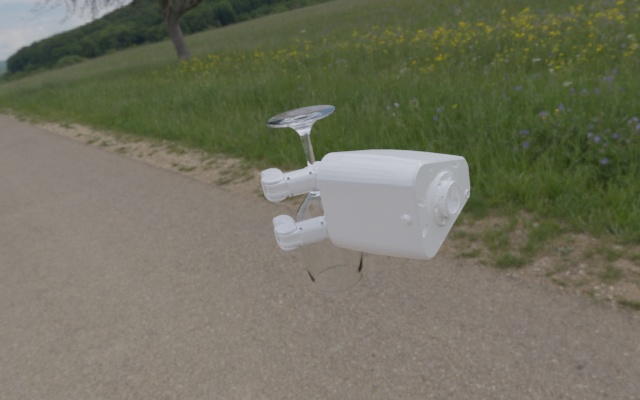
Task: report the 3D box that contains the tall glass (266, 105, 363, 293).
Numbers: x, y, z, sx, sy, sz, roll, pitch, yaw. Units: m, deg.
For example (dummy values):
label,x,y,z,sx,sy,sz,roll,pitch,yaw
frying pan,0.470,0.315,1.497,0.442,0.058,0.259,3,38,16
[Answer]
label,x,y,z,sx,sy,sz,roll,pitch,yaw
tall glass,0.000,0.001,0.531,0.079,0.201,0.079,-11,21,4
